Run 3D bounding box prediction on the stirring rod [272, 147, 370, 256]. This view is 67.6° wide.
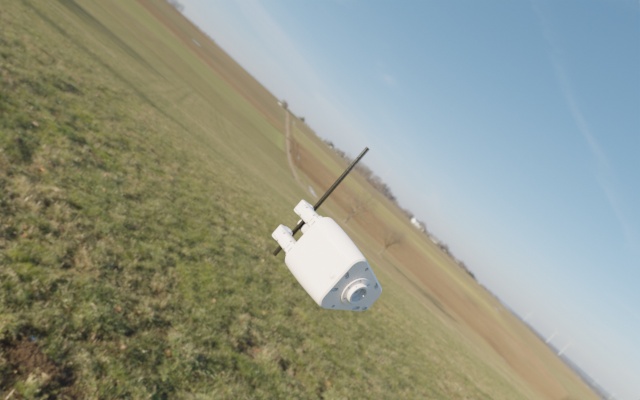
[{"bbox_3d":[0.000,0.003,0.805,0.011,0.239,0.011,41,5,-4],"label":"stirring rod"}]
